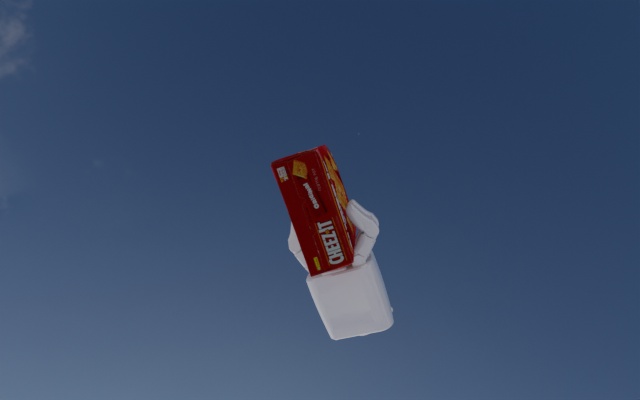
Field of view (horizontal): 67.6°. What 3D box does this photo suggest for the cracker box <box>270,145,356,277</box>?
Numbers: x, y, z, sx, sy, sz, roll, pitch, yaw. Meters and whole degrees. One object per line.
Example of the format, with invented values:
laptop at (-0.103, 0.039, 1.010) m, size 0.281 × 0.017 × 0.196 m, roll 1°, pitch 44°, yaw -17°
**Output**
cracker box at (0.000, 0.002, 0.728) m, size 0.072 × 0.164 × 0.213 m, roll -19°, pitch 6°, yaw 7°
